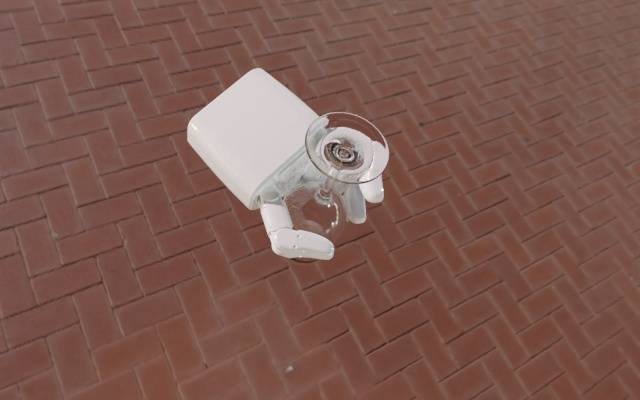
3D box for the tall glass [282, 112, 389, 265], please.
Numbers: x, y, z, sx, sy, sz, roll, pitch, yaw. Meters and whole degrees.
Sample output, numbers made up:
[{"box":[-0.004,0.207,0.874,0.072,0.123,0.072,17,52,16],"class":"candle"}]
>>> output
[{"box":[0.000,0.001,0.488,0.079,0.079,0.201,0,-29,-15],"class":"tall glass"}]
